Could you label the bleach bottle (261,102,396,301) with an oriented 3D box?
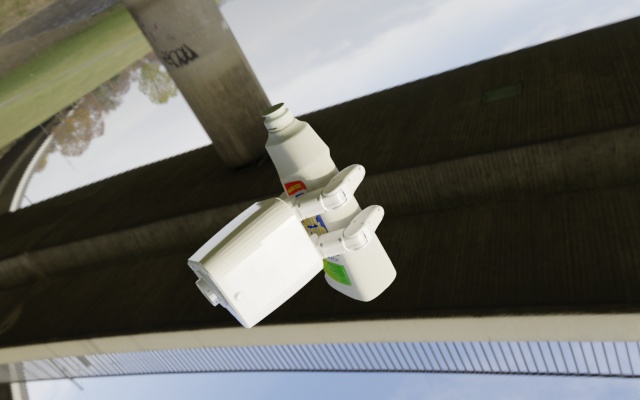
[{"bbox_3d":[0.000,0.002,0.561,0.068,0.251,0.102,-39,27,-20],"label":"bleach bottle"}]
